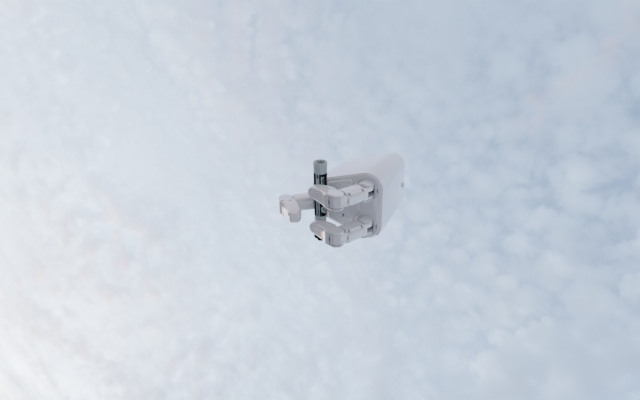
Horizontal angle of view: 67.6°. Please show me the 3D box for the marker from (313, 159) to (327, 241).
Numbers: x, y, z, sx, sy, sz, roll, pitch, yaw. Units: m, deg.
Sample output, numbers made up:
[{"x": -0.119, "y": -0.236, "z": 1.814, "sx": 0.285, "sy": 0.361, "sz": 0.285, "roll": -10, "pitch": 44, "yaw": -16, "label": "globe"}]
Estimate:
[{"x": 0.000, "y": 0.002, "z": 0.663, "sx": 0.020, "sy": 0.121, "sz": 0.020, "roll": 0, "pitch": 26, "yaw": 0, "label": "marker"}]
